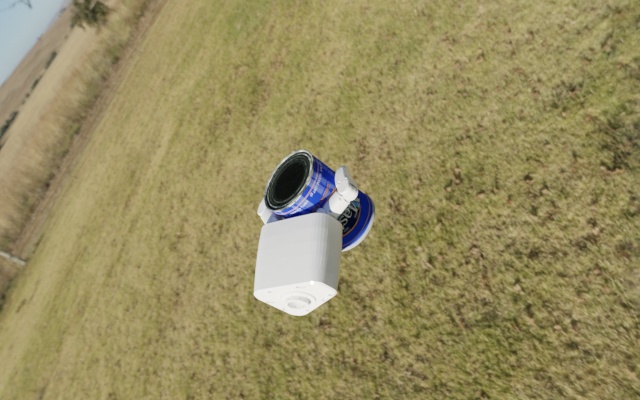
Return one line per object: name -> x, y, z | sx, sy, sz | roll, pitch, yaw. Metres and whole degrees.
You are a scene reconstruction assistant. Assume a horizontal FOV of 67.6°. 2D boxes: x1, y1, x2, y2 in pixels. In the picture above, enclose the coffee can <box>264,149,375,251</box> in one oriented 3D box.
coffee can -> 0.000, 0.002, 0.724 | 0.140, 0.102, 0.103 | 34, -21, -34
